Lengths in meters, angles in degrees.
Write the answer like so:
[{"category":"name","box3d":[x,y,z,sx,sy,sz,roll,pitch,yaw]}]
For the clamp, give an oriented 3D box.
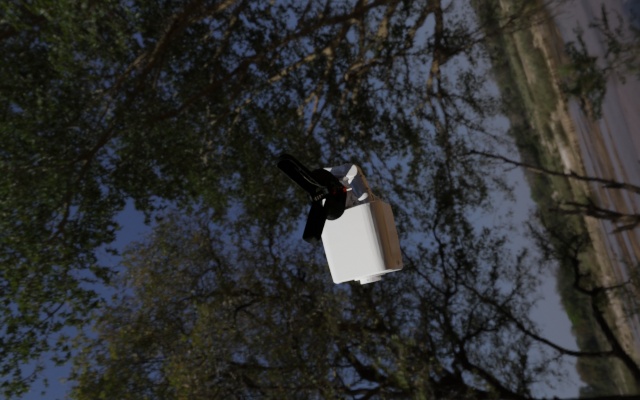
[{"category":"clamp","box3d":[0.000,0.002,0.672,0.039,0.120,0.171,-16,-11,26]}]
